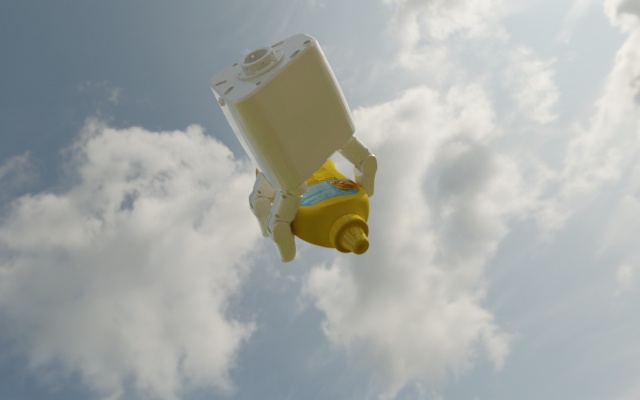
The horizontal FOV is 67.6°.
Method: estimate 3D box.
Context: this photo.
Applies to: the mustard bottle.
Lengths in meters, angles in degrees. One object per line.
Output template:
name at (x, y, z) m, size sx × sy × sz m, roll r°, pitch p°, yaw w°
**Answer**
mustard bottle at (0.000, 0.002, 0.540) m, size 0.096 × 0.058 × 0.191 m, roll -14°, pitch 33°, yaw -21°
